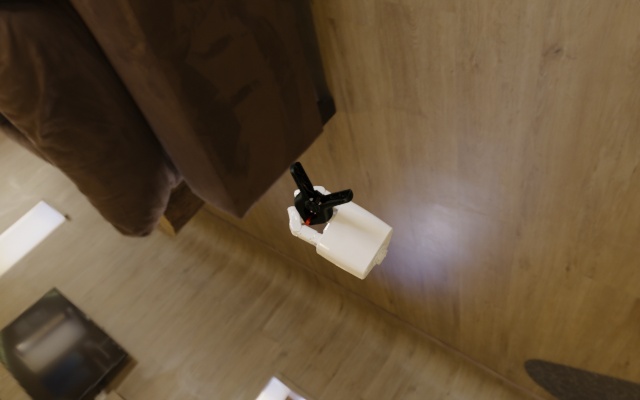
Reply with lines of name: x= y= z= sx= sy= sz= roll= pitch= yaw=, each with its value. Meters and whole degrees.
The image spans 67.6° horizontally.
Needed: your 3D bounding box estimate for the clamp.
clamp: x=0.000 y=0.003 z=0.880 sx=0.120 sy=0.039 sz=0.172 roll=29 pitch=-26 yaw=16
